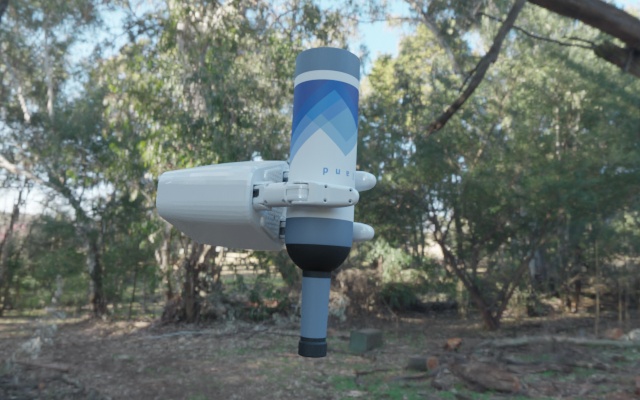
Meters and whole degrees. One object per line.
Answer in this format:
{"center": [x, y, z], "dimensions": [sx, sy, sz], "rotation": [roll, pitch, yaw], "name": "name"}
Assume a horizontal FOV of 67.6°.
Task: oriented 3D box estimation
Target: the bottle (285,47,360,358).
{"center": [0.000, 0.001, 0.473], "dimensions": [0.069, 0.295, 0.069], "rotation": [3, -8, 0], "name": "bottle"}
